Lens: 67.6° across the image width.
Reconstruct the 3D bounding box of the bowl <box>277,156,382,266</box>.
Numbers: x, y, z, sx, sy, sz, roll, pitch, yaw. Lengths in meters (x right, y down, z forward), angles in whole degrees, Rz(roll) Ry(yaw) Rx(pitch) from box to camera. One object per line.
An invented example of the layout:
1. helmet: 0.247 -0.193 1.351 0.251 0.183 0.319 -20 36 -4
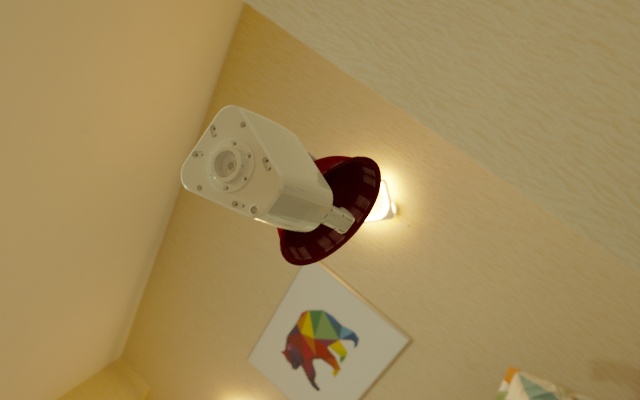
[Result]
1. bowl: 0.000 0.002 0.595 0.162 0.162 0.055 0 34 -50
